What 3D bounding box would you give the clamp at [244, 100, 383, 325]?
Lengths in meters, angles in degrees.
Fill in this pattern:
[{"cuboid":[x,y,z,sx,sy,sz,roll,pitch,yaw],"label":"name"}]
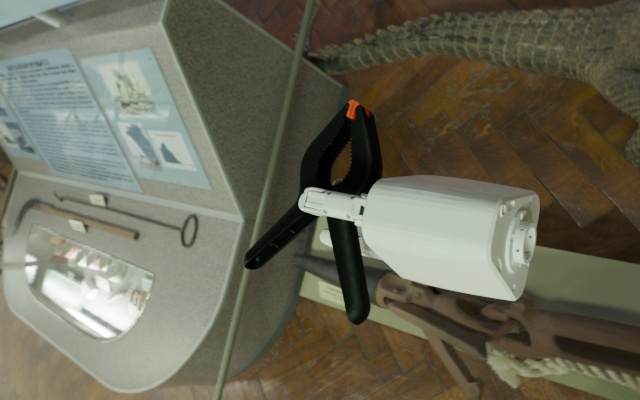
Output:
[{"cuboid":[0.000,0.001,0.487,0.164,0.210,0.036,9,-7,38],"label":"clamp"}]
